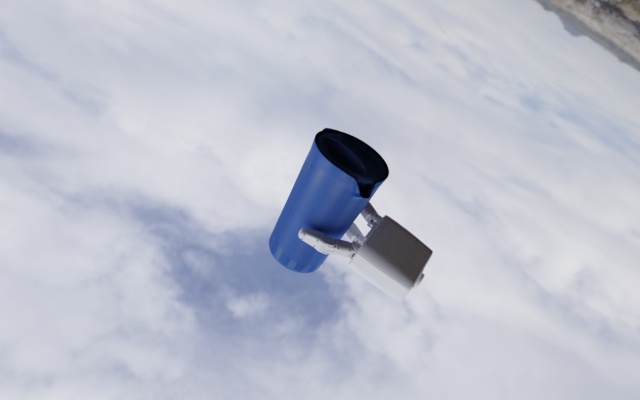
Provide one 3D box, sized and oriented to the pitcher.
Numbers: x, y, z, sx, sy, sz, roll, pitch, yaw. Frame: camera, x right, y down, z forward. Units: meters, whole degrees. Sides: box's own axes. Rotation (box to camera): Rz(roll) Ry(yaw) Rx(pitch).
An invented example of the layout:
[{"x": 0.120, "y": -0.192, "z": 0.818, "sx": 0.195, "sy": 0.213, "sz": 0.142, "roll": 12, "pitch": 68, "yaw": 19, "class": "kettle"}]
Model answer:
[{"x": 0.000, "y": 0.003, "z": 0.826, "sx": 0.145, "sy": 0.243, "sz": 0.149, "roll": 35, "pitch": 33, "yaw": 7, "class": "pitcher"}]
